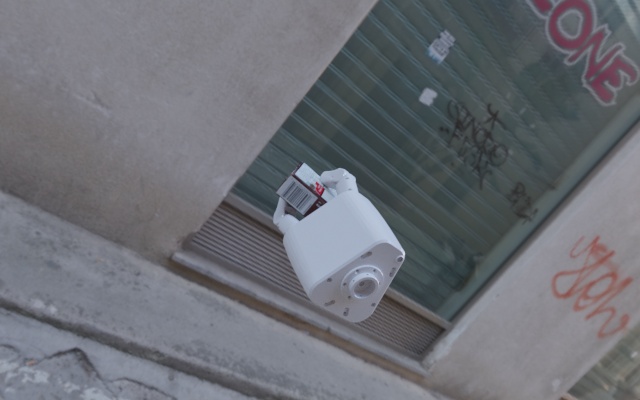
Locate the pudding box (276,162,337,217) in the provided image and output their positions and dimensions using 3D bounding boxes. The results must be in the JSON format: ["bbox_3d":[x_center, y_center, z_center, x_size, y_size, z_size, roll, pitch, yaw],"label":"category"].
[{"bbox_3d":[0.000,0.002,0.648,0.113,0.039,0.090,42,14,-5],"label":"pudding box"}]
